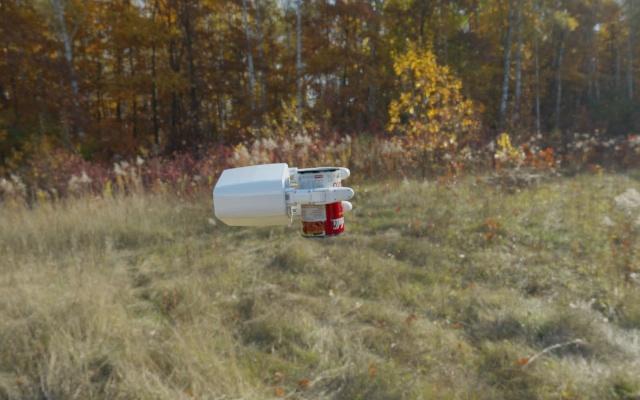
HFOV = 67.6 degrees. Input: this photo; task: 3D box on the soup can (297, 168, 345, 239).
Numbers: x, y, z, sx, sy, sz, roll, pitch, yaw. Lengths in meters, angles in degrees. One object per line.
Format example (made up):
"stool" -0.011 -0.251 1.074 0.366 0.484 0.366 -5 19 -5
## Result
"soup can" 0.001 0.002 0.738 0.068 0.102 0.068 -4 6 0
